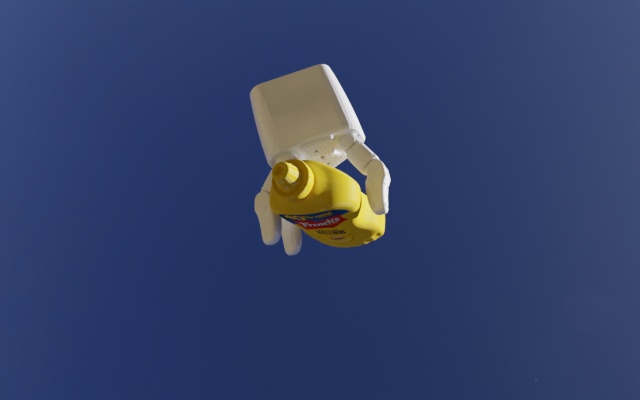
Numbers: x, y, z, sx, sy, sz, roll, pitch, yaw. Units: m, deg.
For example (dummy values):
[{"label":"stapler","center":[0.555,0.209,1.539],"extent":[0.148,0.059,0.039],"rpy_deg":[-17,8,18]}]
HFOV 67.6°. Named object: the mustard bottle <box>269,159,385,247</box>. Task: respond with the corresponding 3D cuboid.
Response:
[{"label":"mustard bottle","center":[0.000,0.002,0.518],"extent":[0.096,0.058,0.192],"rpy_deg":[-3,-20,23]}]
